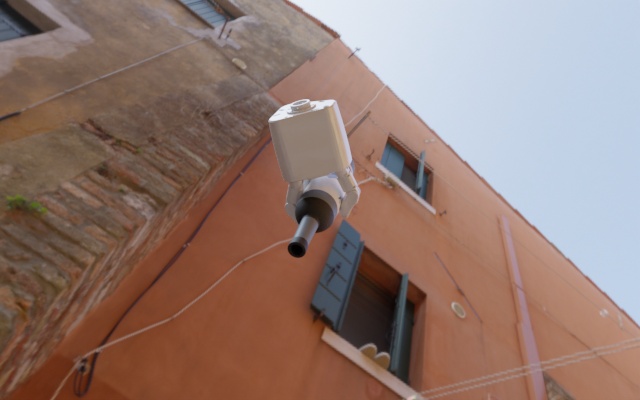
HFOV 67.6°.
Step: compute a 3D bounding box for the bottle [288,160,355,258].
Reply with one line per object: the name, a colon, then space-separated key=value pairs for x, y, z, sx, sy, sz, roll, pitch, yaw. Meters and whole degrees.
bottle: x=0.000 y=0.003 z=0.807 sx=0.069 sy=0.069 sz=0.295 roll=0 pitch=28 yaw=15
